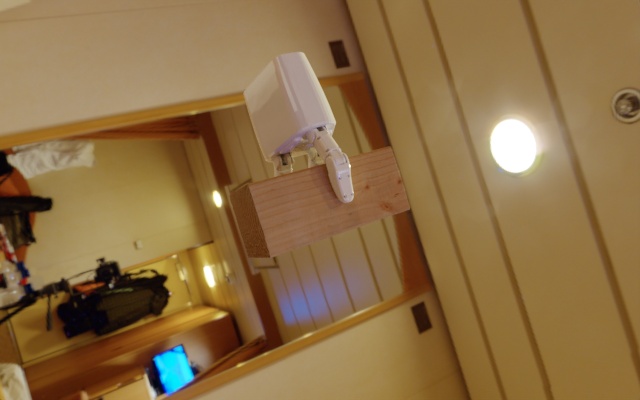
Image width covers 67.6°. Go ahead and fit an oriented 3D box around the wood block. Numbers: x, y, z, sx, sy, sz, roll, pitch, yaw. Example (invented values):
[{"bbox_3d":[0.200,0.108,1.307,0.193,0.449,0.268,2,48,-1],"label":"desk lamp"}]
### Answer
[{"bbox_3d":[0.000,0.002,0.626,0.206,0.090,0.091,-17,0,-25],"label":"wood block"}]
